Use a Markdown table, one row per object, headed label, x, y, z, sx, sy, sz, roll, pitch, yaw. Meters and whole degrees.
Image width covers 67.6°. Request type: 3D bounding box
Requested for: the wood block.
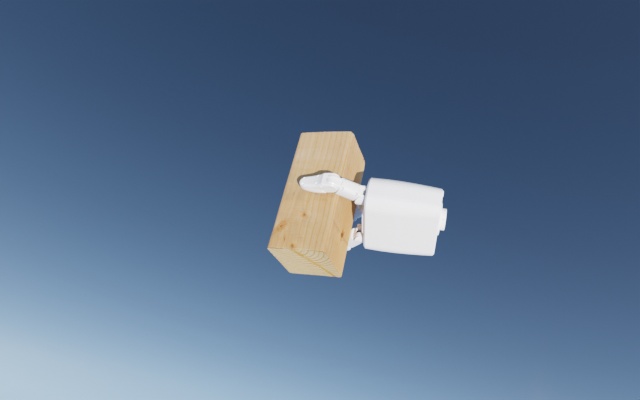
| label | x | y | z | sx | sy | sz | roll | pitch | yaw |
| --- | --- | --- | --- | --- | --- | --- | --- | --- | --- |
| wood block | 0.000 | 0.002 | 0.738 | 0.090 | 0.206 | 0.091 | 2 | -30 | 22 |
